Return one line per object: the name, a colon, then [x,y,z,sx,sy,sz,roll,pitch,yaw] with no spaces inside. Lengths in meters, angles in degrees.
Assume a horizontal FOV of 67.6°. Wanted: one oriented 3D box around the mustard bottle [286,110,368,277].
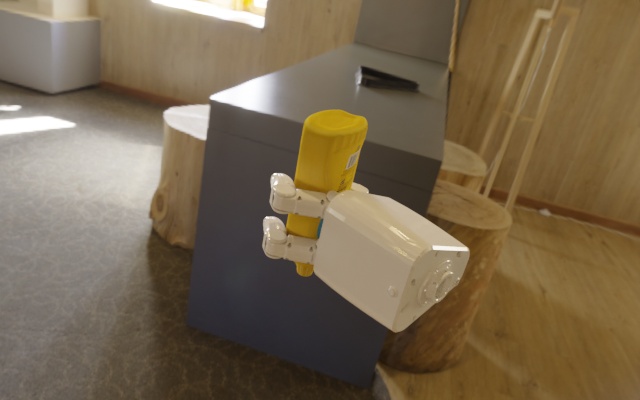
mustard bottle: [0.000,0.001,0.526,0.058,0.192,0.096,20,27,16]
